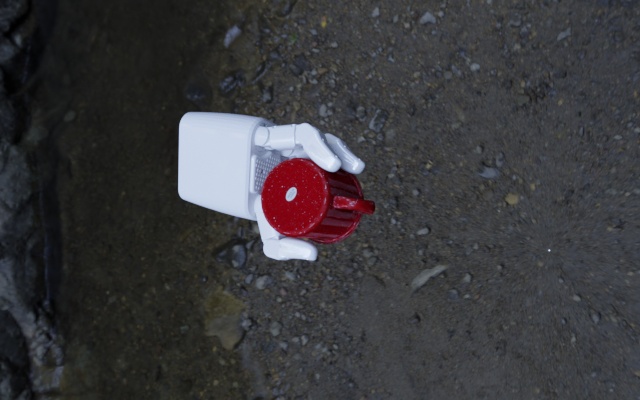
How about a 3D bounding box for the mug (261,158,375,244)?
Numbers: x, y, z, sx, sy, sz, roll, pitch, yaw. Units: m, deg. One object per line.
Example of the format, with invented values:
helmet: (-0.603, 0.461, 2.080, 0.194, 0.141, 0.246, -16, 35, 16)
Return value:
mug: (0.001, 0.002, 0.507, 0.117, 0.093, 0.081, 9, -1, 27)
